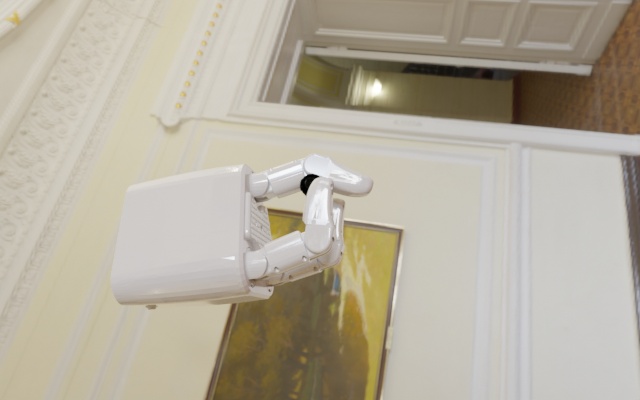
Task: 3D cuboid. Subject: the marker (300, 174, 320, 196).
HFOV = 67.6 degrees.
[{"bbox_3d":[0.000,0.001,0.433,0.020,0.020,0.121,0,-14,8],"label":"marker"}]
